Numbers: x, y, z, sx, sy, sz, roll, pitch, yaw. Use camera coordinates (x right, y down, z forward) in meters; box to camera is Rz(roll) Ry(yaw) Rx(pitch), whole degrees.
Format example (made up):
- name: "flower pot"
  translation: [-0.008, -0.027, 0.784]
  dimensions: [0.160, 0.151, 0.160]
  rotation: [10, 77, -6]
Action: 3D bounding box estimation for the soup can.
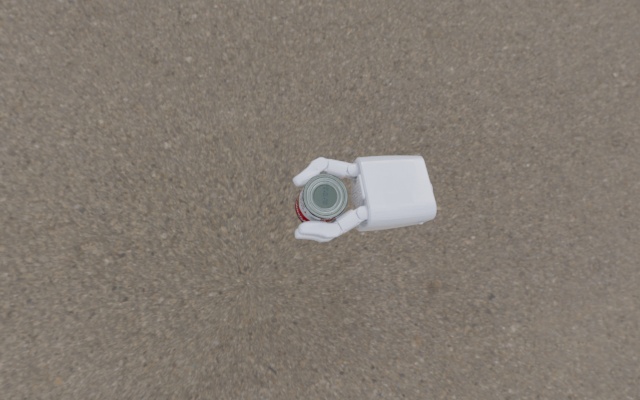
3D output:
- name: "soup can"
  translation: [0.000, 0.002, 0.722]
  dimensions: [0.068, 0.068, 0.102]
  rotation: [0, -10, -9]
